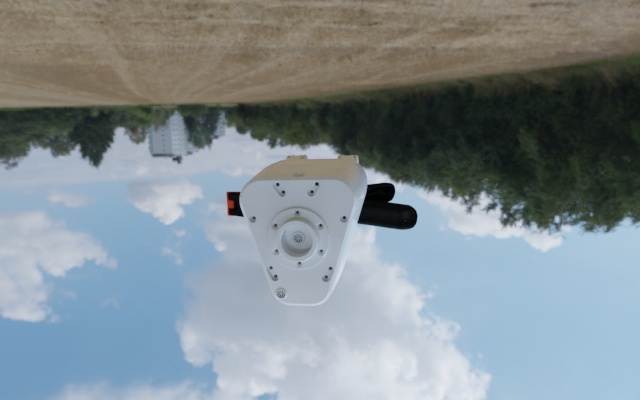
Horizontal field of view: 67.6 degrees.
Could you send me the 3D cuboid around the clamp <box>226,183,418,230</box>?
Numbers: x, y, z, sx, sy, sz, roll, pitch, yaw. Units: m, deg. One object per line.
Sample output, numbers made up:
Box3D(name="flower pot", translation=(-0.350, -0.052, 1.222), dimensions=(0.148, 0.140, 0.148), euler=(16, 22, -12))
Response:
Box3D(name="clamp", translation=(0.000, 0.003, 0.551), dimensions=(0.210, 0.036, 0.164), euler=(1, 10, 7))
